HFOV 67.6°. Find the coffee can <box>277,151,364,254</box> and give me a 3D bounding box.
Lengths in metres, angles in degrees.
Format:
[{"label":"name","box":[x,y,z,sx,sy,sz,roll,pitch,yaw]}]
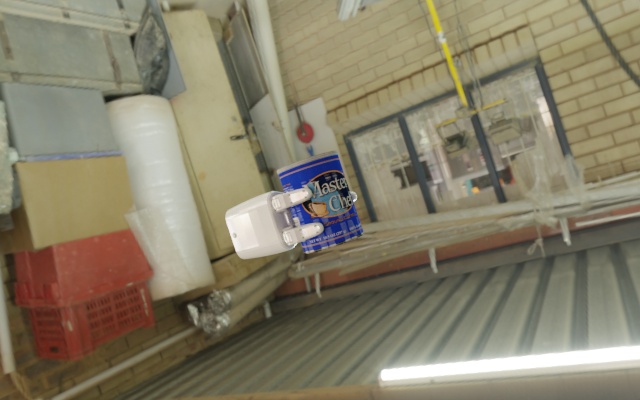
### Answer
[{"label":"coffee can","box":[0.000,0.002,0.766,0.103,0.140,0.103,-18,0,0]}]
